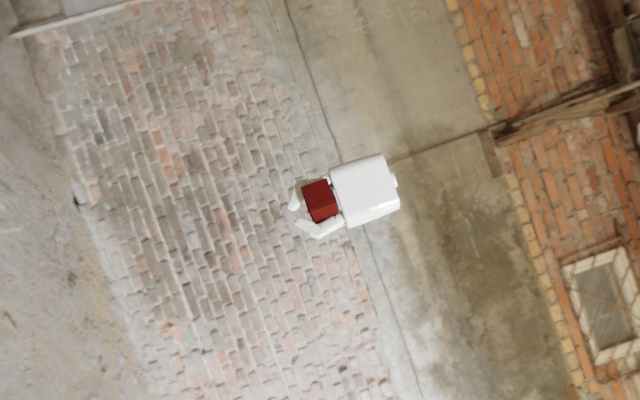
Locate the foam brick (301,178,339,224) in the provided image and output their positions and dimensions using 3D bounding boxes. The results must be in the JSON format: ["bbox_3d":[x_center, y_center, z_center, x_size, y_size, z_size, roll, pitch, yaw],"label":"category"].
[{"bbox_3d":[0.000,0.003,0.872,0.051,0.053,0.078,-19,-21,0],"label":"foam brick"}]
